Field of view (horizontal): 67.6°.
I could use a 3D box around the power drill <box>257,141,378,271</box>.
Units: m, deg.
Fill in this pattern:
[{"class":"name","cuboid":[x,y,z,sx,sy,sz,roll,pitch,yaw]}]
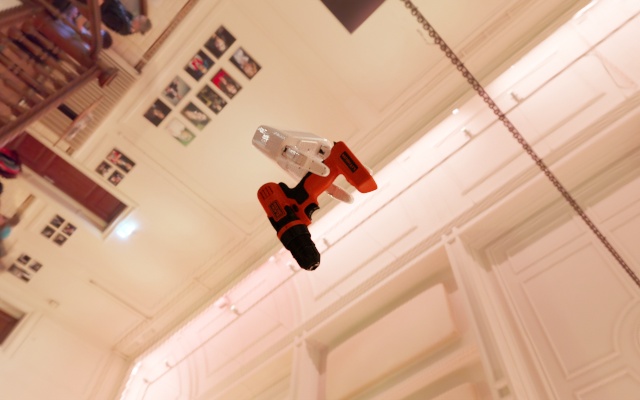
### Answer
[{"class":"power drill","cuboid":[0.000,0.002,0.802,0.187,0.184,0.057,-36,-28,2]}]
